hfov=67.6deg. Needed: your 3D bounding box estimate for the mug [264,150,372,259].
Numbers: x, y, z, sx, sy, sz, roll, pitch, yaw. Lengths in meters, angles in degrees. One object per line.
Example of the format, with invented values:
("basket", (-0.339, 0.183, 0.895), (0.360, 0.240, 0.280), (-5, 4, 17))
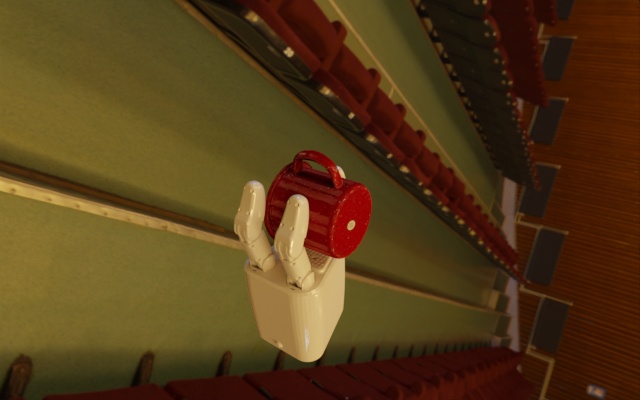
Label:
("mug", (0.000, 0.000, 0.497), (0.081, 0.117, 0.093), (18, 39, 31))
